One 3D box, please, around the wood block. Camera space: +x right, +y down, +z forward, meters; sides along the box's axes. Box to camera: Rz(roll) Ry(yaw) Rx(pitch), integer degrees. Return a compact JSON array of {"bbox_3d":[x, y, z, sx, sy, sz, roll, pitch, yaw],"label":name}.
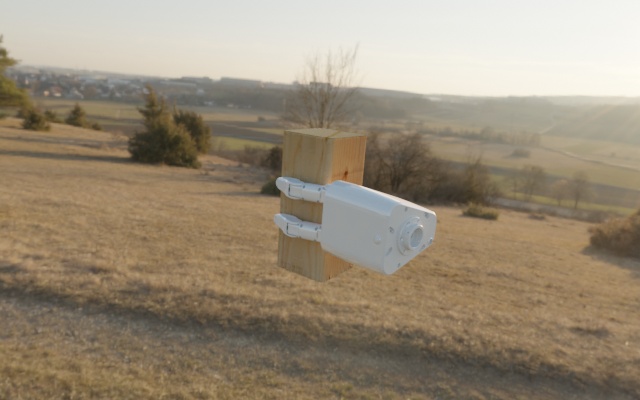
[{"bbox_3d":[0.001,0.002,0.709,0.090,0.206,0.091,15,18,34],"label":"wood block"}]
